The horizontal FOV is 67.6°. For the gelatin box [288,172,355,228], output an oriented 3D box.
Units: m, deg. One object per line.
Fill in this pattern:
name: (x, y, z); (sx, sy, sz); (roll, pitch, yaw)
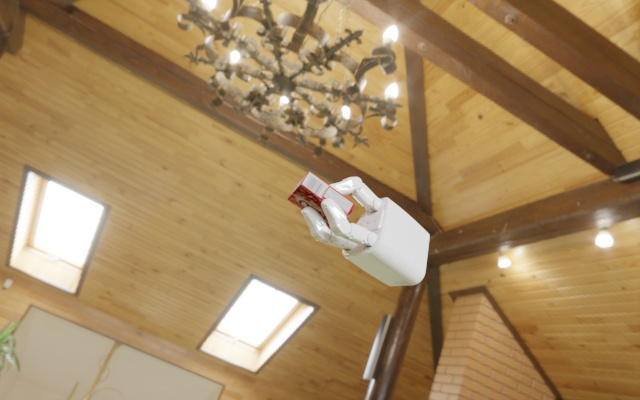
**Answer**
gelatin box: (0.000, 0.002, 0.744); (0.089, 0.030, 0.073); (35, -26, -6)
